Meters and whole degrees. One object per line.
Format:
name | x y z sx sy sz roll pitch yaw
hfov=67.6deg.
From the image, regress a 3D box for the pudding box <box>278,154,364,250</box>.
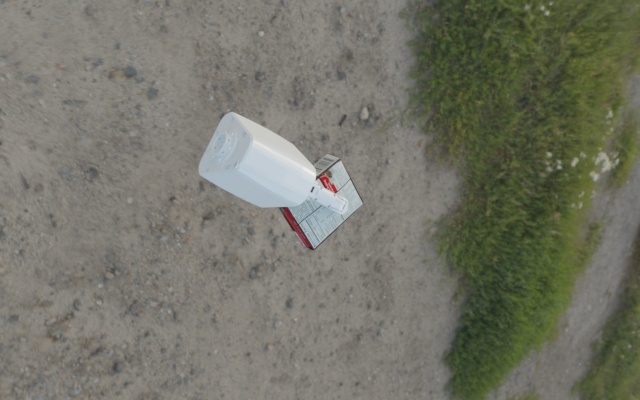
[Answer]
pudding box | 0.000 0.002 0.692 0.113 0.090 0.039 -41 33 -18
